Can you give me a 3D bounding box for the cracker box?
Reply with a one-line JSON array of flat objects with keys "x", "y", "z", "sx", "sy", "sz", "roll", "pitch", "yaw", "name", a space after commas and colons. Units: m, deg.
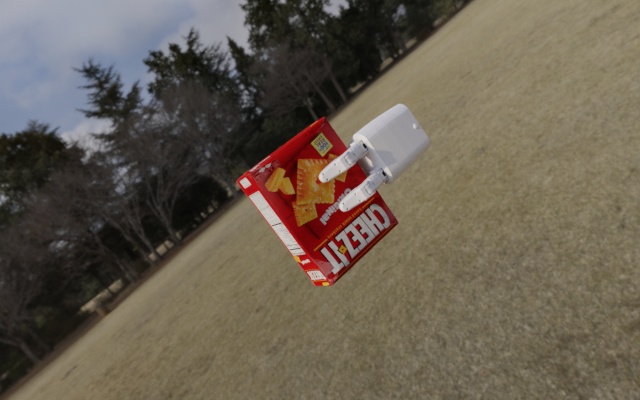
[{"x": 0.000, "y": 0.002, "z": 0.757, "sx": 0.164, "sy": 0.214, "sz": 0.072, "roll": -40, "pitch": 8, "yaw": -24, "name": "cracker box"}]
